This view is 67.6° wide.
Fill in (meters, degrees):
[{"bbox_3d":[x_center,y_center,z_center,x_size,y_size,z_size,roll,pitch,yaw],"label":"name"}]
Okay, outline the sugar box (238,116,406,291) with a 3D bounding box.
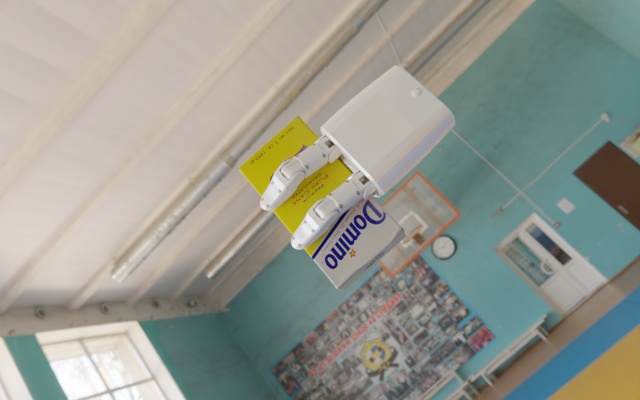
[{"bbox_3d":[0.000,0.001,0.521,0.093,0.176,0.048,-42,-20,0],"label":"sugar box"}]
